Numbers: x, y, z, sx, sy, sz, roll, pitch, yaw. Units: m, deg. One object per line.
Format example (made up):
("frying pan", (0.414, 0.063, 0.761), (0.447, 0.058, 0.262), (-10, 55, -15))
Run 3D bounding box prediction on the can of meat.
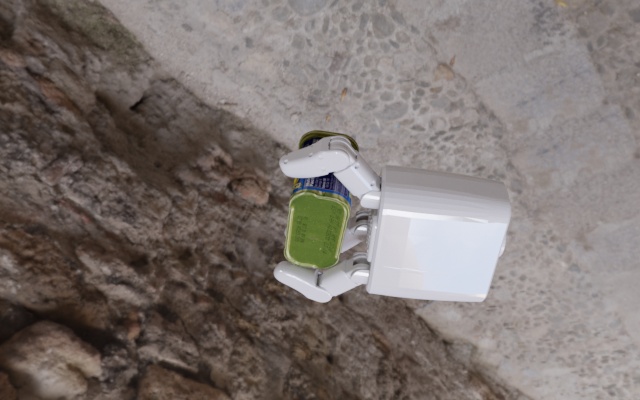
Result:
("can of meat", (0.000, 0.002, 0.443), (0.057, 0.102, 0.083), (9, 44, 0))
